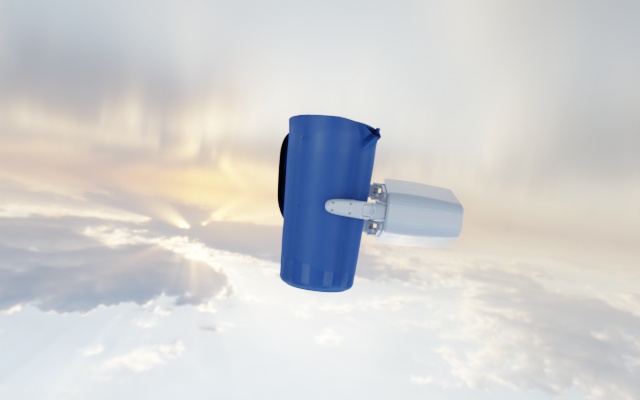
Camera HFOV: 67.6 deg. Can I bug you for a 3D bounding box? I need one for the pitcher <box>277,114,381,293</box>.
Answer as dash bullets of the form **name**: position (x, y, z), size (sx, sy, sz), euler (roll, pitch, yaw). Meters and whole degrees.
- **pitcher**: position (0.000, 0.002, 0.697), size (0.145, 0.243, 0.149), euler (7, 0, -1)
